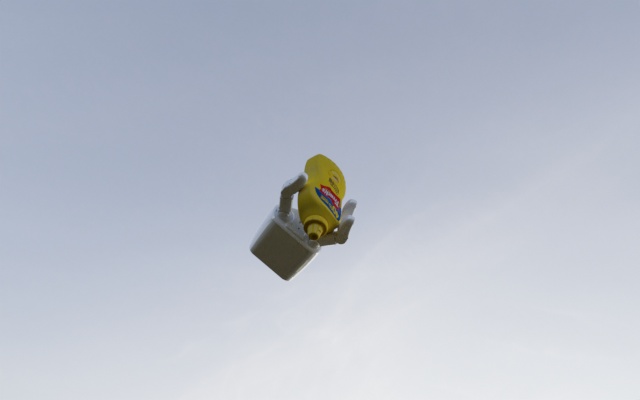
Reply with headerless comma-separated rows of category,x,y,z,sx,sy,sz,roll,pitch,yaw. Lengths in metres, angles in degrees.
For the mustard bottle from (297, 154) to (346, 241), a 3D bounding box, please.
mustard bottle,0.000,0.002,0.854,0.058,0.096,0.191,-24,29,25
